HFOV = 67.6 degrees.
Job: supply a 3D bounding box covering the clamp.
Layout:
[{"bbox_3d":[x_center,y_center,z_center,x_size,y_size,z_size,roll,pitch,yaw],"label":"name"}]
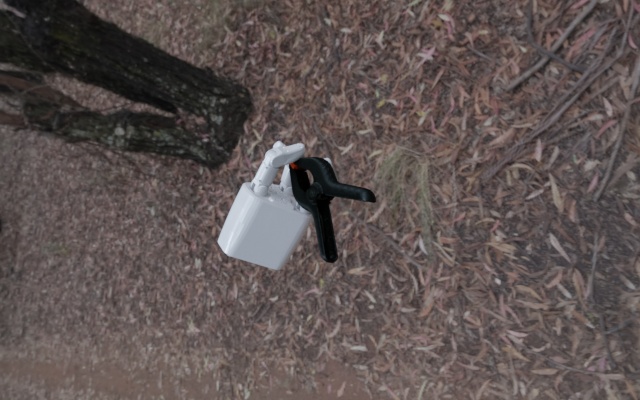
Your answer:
[{"bbox_3d":[0.000,0.002,0.677,0.039,0.120,0.171,14,21,-42],"label":"clamp"}]
